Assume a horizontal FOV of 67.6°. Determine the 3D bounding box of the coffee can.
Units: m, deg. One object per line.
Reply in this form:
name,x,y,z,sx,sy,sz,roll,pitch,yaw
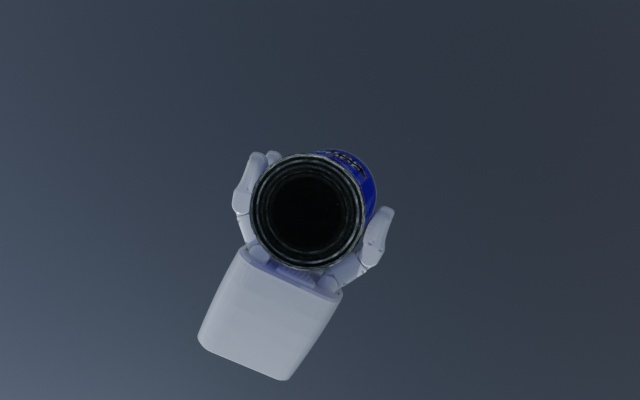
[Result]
coffee can,0.000,0.001,0.474,0.103,0.103,0.140,0,7,10
